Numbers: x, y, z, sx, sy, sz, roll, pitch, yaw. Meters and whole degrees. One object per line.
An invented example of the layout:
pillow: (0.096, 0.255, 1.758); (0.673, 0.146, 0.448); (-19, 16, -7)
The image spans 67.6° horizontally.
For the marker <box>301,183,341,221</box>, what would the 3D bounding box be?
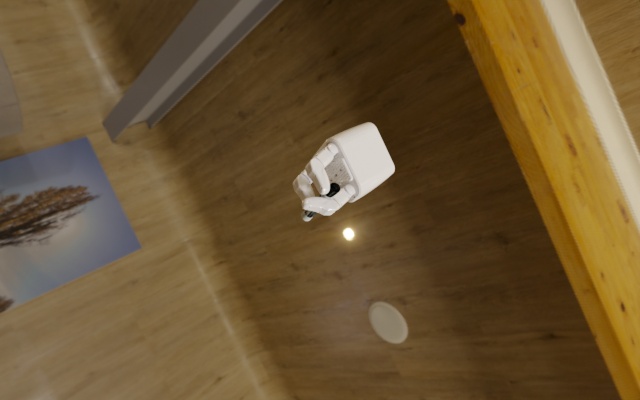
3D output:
marker: (0.000, 0.003, 0.809); (0.020, 0.020, 0.121); (0, -26, -29)
